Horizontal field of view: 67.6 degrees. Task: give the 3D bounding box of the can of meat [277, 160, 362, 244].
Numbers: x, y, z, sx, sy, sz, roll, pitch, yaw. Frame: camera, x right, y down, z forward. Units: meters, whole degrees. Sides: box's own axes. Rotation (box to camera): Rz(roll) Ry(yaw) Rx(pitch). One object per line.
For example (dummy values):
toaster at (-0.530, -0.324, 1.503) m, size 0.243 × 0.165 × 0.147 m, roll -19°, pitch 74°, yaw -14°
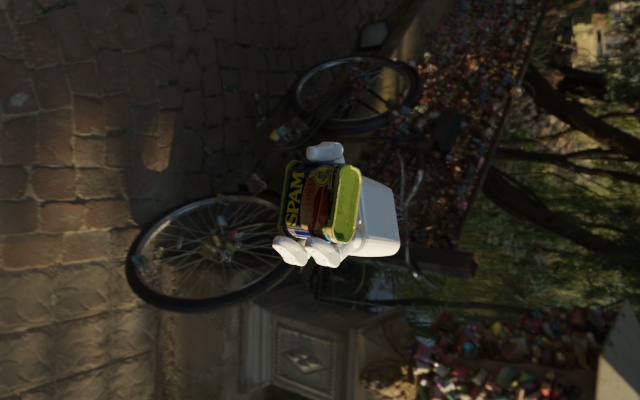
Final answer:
can of meat at (0.000, 0.002, 0.601) m, size 0.084 × 0.102 × 0.057 m, roll 4°, pitch -7°, yaw 36°
